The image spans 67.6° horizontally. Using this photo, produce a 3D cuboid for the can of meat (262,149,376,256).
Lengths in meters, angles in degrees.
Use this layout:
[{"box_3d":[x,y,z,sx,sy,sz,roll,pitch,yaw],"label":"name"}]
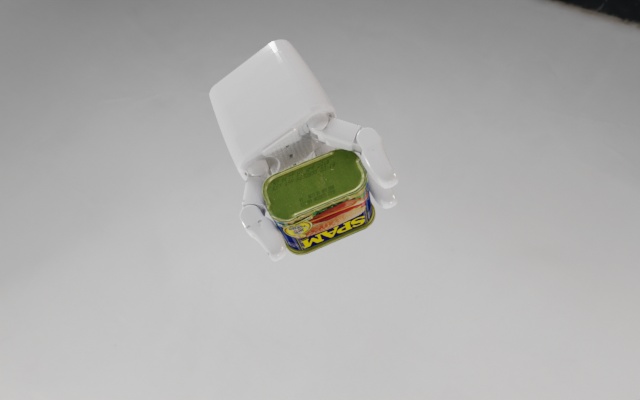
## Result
[{"box_3d":[0.000,0.001,0.468,0.102,0.057,0.084,-23,-27,-2],"label":"can of meat"}]
